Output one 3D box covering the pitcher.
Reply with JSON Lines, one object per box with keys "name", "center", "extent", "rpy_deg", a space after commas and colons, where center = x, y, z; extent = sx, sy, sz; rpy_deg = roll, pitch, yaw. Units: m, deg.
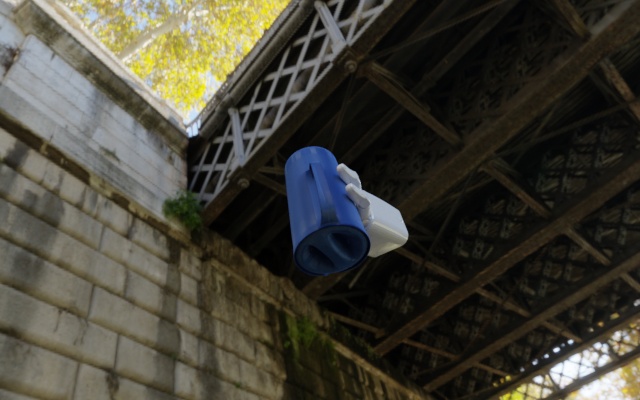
{"name": "pitcher", "center": [0.000, 0.003, 0.882], "extent": [0.145, 0.242, 0.149], "rpy_deg": [25, -57, -33]}
